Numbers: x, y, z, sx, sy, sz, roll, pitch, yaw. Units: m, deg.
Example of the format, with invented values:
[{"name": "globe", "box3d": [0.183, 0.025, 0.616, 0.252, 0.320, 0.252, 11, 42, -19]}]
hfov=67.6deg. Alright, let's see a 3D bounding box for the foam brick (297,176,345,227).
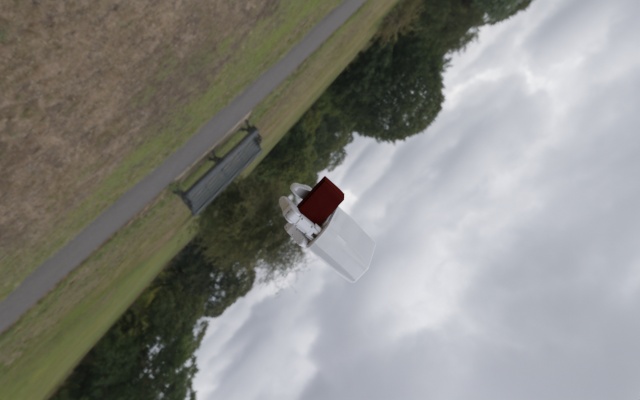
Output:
[{"name": "foam brick", "box3d": [0.000, 0.003, 0.853, 0.051, 0.078, 0.053, 42, 12, -5]}]
